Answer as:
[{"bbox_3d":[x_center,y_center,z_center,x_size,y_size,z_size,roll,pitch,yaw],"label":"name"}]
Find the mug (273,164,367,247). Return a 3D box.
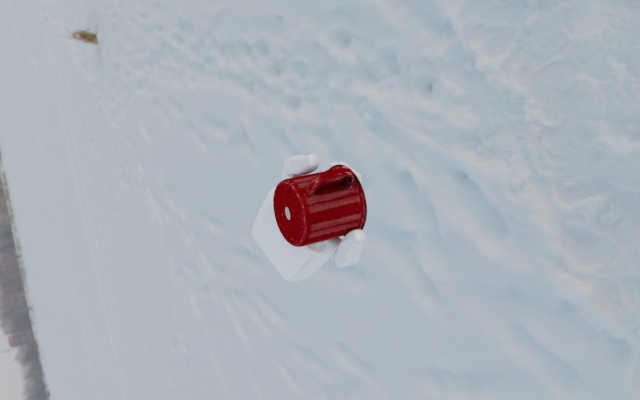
[{"bbox_3d":[0.000,0.001,0.563,0.081,0.093,0.117,-13,-27,-31],"label":"mug"}]
